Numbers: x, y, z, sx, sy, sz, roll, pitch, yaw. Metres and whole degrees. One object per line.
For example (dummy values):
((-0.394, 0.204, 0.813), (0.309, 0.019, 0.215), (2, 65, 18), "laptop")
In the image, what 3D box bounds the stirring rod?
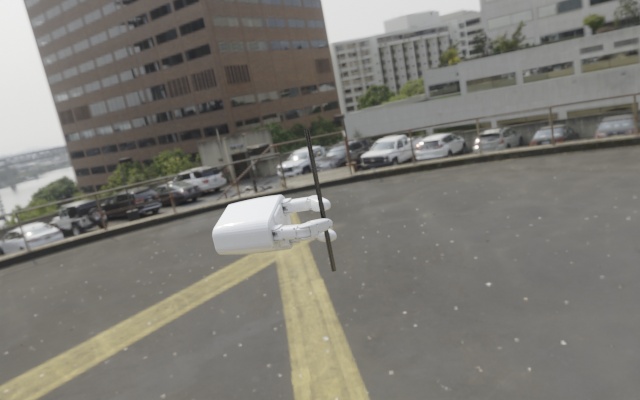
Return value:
((0.000, 0.003, 0.780), (0.011, 0.239, 0.011), (-11, 12, 2), "stirring rod")
